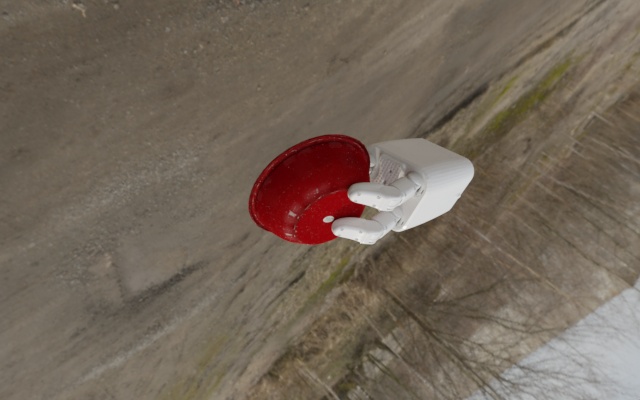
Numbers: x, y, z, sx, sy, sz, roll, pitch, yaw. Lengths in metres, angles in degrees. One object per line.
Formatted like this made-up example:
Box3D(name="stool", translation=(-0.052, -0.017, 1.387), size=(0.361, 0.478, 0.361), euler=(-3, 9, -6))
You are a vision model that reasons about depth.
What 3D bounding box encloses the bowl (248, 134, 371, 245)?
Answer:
Box3D(name="bowl", translation=(-0.001, 0.002, 0.562), size=(0.162, 0.162, 0.055), euler=(0, 44, -37))
